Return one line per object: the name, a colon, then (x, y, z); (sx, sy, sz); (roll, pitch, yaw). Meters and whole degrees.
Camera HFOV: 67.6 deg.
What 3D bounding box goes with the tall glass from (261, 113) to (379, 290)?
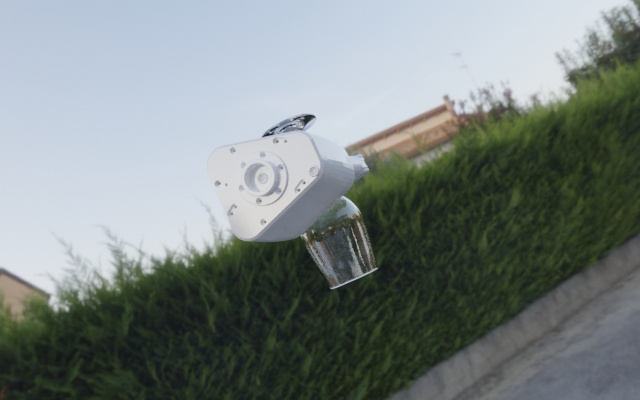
tall glass: (0.000, 0.001, 0.572); (0.079, 0.201, 0.079); (-24, -8, -4)
